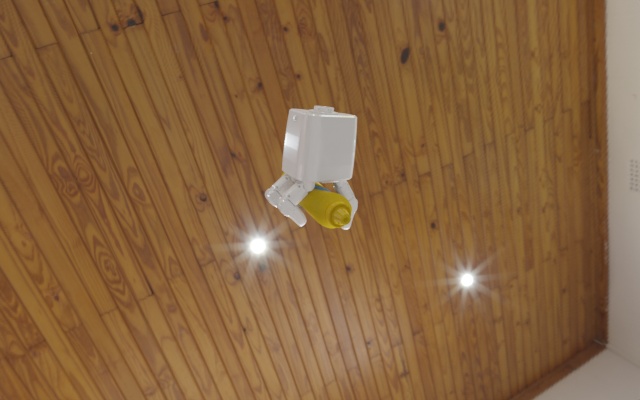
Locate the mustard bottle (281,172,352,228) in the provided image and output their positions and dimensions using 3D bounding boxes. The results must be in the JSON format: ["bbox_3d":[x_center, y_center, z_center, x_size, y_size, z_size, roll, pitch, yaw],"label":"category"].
[{"bbox_3d":[0.000,0.003,0.811,0.096,0.058,0.191,26,3,-30],"label":"mustard bottle"}]
